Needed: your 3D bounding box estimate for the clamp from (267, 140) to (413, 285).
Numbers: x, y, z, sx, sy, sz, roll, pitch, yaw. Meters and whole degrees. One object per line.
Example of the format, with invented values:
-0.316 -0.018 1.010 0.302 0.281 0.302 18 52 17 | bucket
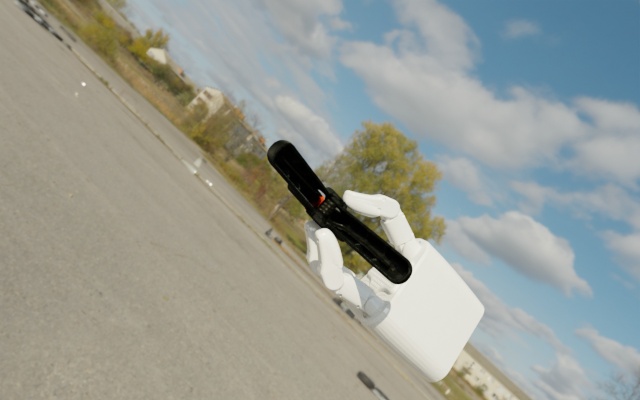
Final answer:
0.001 0.001 0.490 0.036 0.164 0.210 -45 13 -4 | clamp
